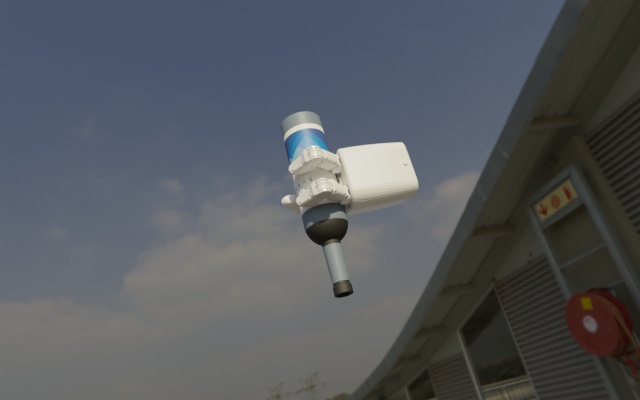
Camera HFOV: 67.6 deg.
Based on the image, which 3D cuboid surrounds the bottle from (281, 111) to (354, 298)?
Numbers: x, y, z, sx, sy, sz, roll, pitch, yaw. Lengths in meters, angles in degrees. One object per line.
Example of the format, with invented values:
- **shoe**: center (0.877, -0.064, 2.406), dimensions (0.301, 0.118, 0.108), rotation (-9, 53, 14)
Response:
- **bottle**: center (0.000, 0.002, 0.727), dimensions (0.069, 0.295, 0.069), rotation (-12, -25, -6)
